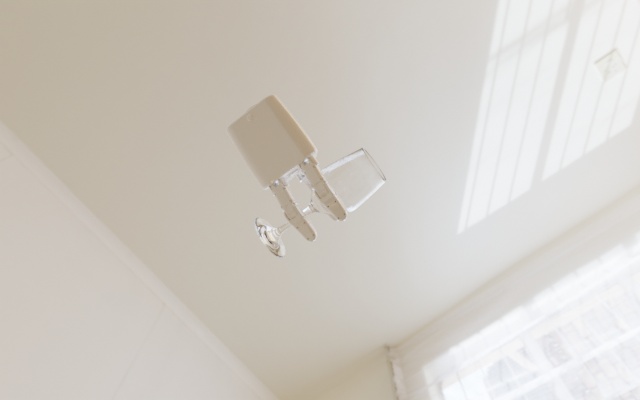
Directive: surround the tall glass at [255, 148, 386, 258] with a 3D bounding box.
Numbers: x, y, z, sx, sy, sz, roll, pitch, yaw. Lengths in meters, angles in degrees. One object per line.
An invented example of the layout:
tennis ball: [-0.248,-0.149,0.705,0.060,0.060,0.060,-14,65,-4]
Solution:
tall glass: [0.000,0.003,0.725,0.201,0.079,0.079,-35,-9,13]
